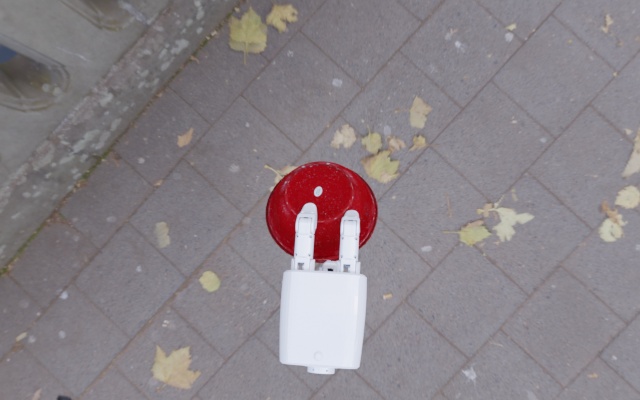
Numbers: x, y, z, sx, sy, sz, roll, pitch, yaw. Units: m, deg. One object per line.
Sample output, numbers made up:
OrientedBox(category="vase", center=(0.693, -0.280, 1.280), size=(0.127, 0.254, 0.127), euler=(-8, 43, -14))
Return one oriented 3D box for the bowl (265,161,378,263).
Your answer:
OrientedBox(category="bowl", center=(0.000, 0.001, 0.663), size=(0.162, 0.162, 0.055), euler=(0, -29, 3))
